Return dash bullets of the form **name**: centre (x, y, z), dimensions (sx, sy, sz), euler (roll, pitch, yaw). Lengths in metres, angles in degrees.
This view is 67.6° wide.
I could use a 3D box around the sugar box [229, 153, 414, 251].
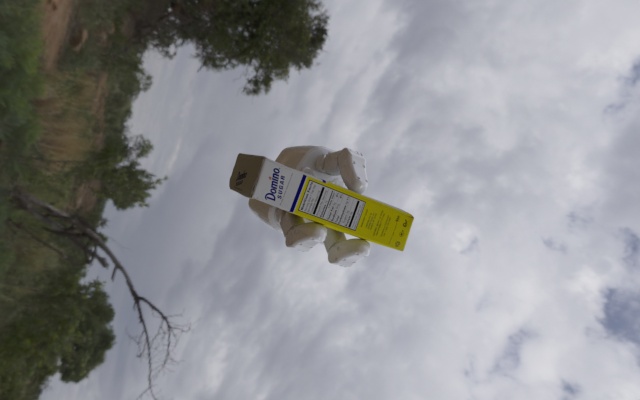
- **sugar box**: centre (0.000, 0.002, 0.494), dimensions (0.176, 0.048, 0.093), euler (18, 0, -25)
